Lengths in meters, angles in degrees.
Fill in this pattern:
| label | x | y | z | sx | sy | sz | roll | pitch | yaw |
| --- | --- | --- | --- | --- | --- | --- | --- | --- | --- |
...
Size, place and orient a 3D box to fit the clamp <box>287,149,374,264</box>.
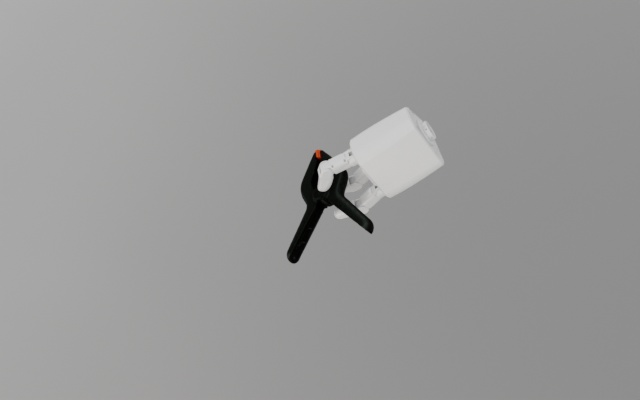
| label | x | y | z | sx | sy | sz | roll | pitch | yaw |
| --- | --- | --- | --- | --- | --- | --- | --- | --- | --- |
| clamp | 0.000 | 0.002 | 0.828 | 0.164 | 0.209 | 0.036 | -29 | -41 | 21 |
